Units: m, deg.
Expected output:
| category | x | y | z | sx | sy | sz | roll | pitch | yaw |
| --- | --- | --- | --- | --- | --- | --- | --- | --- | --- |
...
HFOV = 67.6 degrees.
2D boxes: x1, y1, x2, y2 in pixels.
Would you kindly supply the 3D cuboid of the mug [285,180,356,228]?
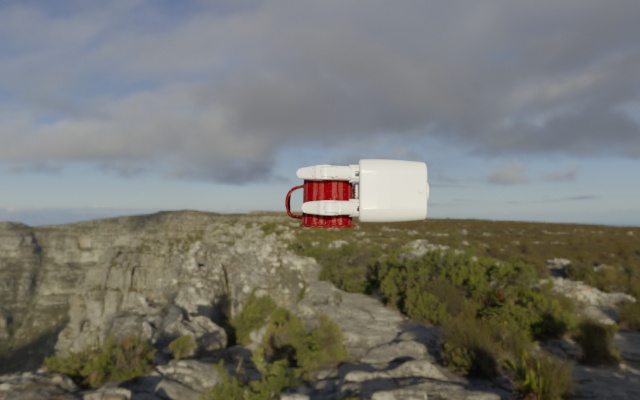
| category | x | y | z | sx | sy | sz | roll | pitch | yaw |
| --- | --- | --- | --- | --- | --- | --- | --- | --- | --- |
| mug | -0.001 | 0.002 | 0.791 | 0.117 | 0.081 | 0.093 | 1 | -1 | 0 |
